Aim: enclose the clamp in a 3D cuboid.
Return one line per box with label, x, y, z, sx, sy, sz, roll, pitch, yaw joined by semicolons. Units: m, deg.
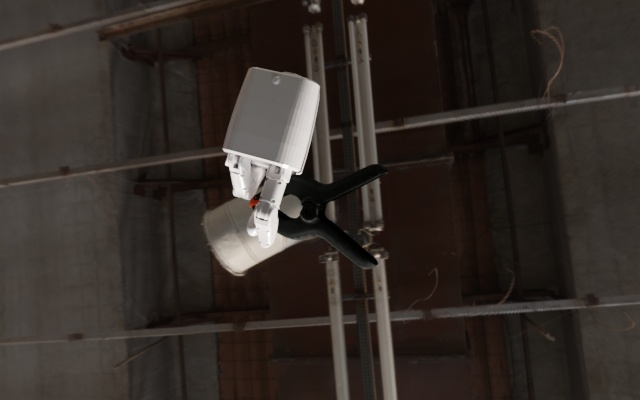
clamp;0.000;0.002;0.569;0.171;0.120;0.039;16;0;16
